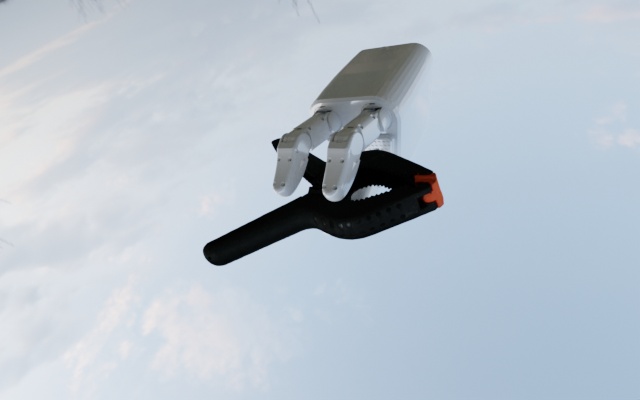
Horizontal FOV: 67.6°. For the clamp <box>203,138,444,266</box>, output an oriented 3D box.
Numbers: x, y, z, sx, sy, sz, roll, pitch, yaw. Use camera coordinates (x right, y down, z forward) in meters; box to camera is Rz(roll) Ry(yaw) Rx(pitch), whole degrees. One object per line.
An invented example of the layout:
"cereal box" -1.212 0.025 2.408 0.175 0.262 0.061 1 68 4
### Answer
"clamp" 0.001 0.002 0.425 0.210 0.164 0.036 5 -40 36
